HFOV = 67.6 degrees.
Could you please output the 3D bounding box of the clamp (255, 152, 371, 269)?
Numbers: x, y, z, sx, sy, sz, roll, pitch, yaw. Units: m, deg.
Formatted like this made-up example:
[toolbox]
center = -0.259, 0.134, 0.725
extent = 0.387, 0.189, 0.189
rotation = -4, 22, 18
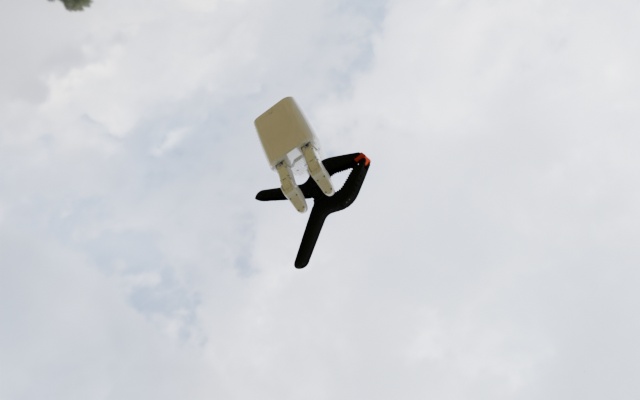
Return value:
[clamp]
center = 0.001, 0.002, 0.792
extent = 0.210, 0.164, 0.036
rotation = -33, -25, 15
